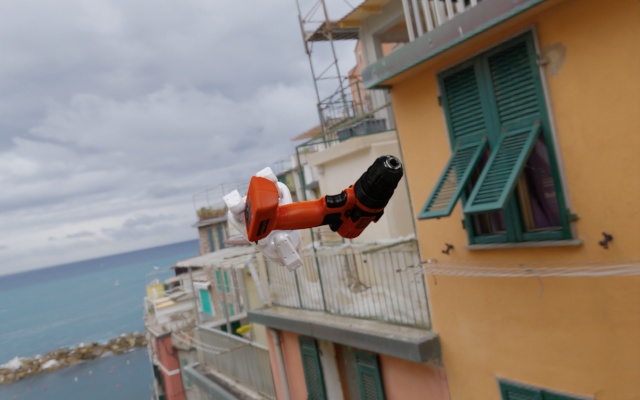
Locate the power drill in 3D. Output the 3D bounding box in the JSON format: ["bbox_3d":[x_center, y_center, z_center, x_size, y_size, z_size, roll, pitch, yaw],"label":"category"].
[{"bbox_3d":[0.000,0.002,0.628,0.187,0.057,0.184,-1,-30,-18],"label":"power drill"}]
